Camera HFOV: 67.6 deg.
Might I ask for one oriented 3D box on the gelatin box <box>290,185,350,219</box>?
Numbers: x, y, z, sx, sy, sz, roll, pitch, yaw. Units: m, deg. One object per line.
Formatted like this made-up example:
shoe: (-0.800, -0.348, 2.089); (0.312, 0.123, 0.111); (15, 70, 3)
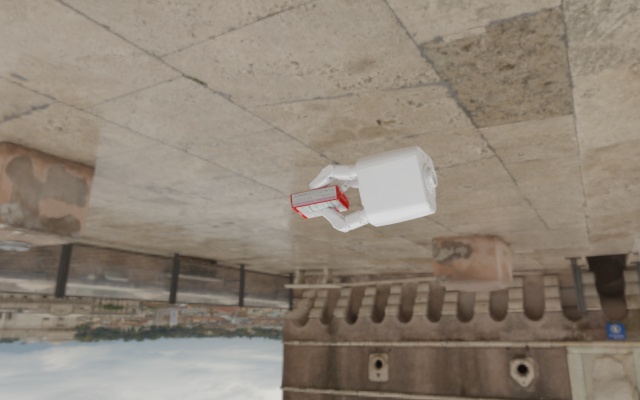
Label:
gelatin box: (0.000, 0.003, 0.855); (0.089, 0.030, 0.073); (-12, -20, 14)
